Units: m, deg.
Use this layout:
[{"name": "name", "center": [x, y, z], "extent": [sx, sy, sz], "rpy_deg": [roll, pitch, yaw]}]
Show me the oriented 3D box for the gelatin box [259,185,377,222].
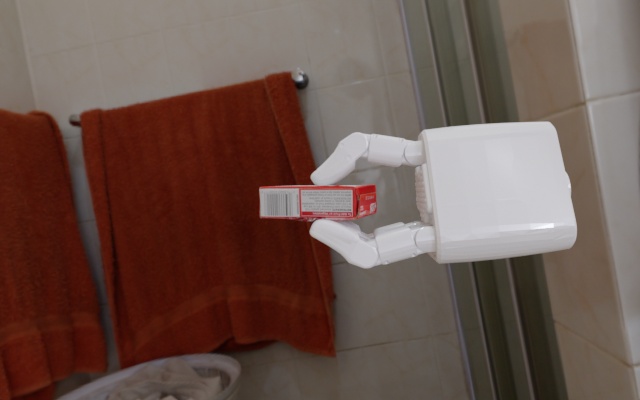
[{"name": "gelatin box", "center": [0.000, 0.001, 0.427], "extent": [0.089, 0.030, 0.073], "rpy_deg": [0, 2, 18]}]
